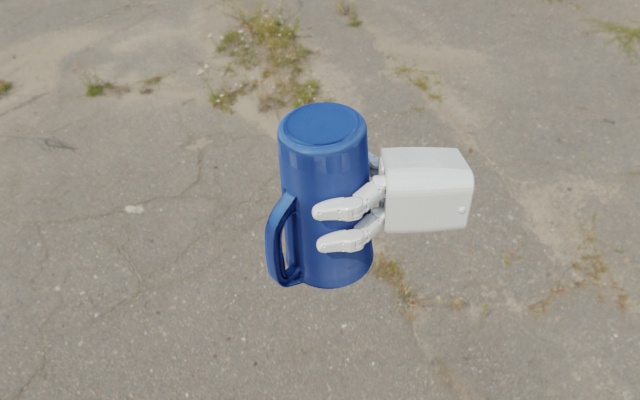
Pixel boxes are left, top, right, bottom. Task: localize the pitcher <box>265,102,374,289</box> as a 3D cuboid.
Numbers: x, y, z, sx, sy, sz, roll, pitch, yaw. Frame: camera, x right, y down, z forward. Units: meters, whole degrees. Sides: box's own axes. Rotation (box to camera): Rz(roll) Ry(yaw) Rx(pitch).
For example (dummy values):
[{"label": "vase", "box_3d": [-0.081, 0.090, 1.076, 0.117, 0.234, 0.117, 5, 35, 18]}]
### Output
[{"label": "pitcher", "box_3d": [0.000, 0.002, 0.638, 0.145, 0.243, 0.149, -1, 43, 4]}]
